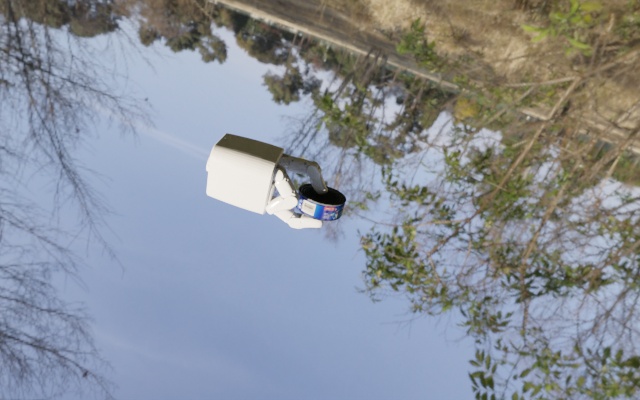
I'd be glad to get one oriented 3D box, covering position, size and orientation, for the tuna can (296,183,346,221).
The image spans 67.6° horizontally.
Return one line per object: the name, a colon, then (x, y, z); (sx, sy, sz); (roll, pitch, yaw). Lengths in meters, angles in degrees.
tuna can: (0.000, 0.003, 0.842); (0.086, 0.034, 0.086); (12, 23, -5)
